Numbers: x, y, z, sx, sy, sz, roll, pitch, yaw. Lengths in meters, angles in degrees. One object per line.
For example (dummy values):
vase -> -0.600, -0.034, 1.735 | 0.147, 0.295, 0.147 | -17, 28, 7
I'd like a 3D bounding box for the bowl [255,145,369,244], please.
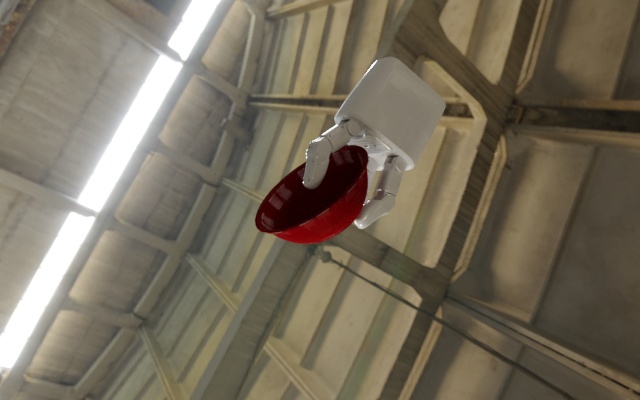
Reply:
bowl -> -0.001, 0.003, 0.589 | 0.162, 0.055, 0.162 | -28, 25, 15
